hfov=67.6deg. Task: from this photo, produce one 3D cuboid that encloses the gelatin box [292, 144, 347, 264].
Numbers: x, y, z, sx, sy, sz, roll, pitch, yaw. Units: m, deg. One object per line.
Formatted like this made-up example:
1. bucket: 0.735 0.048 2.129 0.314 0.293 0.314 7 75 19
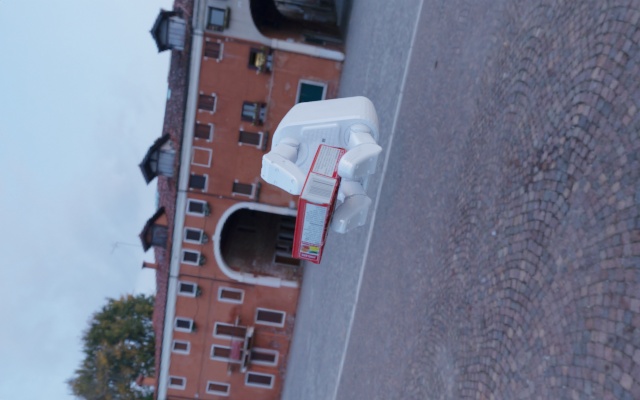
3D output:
1. gelatin box: 0.000 0.002 0.444 0.030 0.073 0.089 13 40 4
